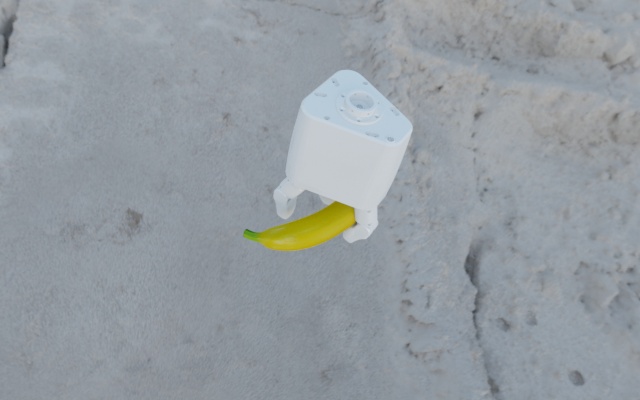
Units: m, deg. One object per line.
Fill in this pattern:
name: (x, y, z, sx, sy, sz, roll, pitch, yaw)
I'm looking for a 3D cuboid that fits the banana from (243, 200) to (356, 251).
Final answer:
banana: (0.007, 0.015, 0.585, 0.198, 0.037, 0.069, -24, 54, -23)
